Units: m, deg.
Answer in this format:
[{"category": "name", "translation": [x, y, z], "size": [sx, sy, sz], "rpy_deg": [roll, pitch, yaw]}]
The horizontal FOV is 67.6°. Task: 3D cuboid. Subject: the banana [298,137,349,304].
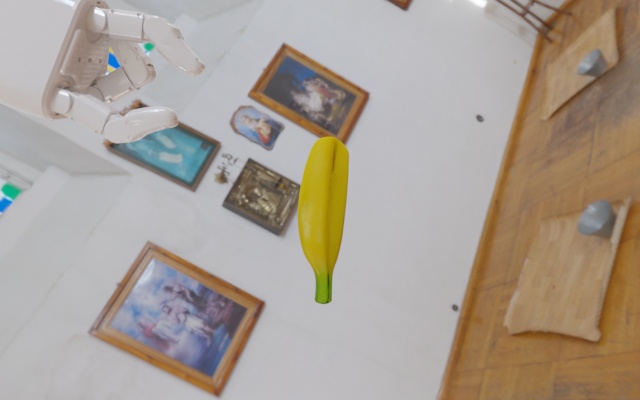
[{"category": "banana", "translation": [0.003, -0.011, 0.397], "size": [0.037, 0.070, 0.197], "rpy_deg": [10, 37, -1]}]
